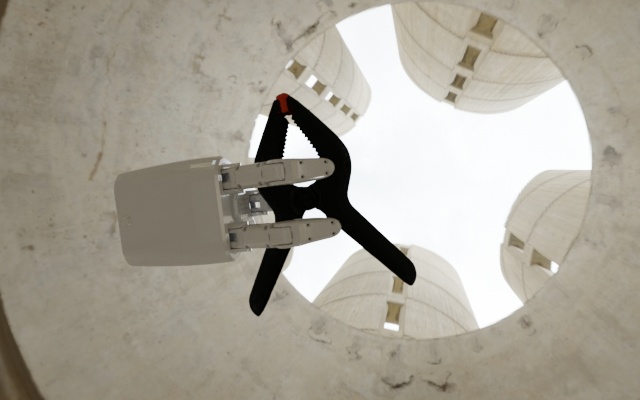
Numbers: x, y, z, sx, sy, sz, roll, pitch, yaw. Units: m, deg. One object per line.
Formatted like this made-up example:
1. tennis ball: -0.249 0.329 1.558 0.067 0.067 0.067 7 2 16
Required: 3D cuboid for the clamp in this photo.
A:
1. clamp: 0.000 0.001 0.456 0.164 0.210 0.036 -6 3 8
